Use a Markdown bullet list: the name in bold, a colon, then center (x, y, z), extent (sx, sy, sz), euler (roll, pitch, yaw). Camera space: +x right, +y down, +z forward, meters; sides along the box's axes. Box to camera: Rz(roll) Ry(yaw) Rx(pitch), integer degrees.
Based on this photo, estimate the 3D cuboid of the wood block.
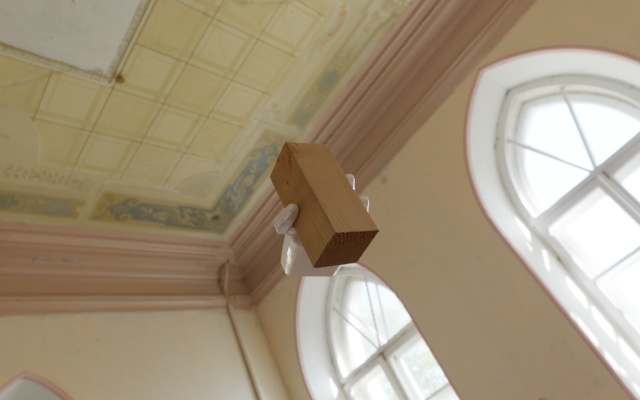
- **wood block**: center (0.000, 0.003, 0.812), extent (0.091, 0.206, 0.090), euler (-2, -42, -34)
